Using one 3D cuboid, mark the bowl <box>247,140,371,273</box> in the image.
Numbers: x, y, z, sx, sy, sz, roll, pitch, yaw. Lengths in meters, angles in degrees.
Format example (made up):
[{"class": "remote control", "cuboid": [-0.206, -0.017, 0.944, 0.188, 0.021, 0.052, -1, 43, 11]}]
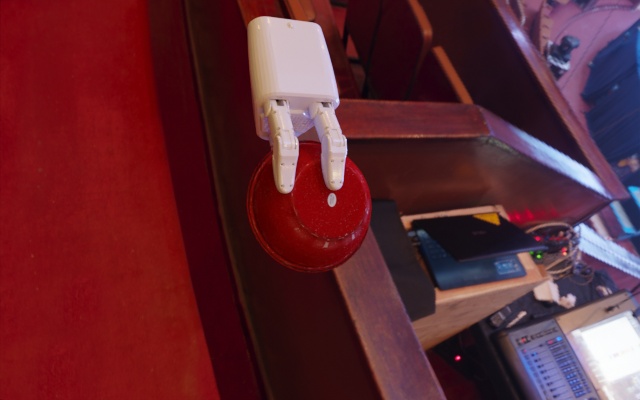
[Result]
[{"class": "bowl", "cuboid": [0.001, 0.003, 0.550, 0.162, 0.162, 0.055, 0, -8, -24]}]
